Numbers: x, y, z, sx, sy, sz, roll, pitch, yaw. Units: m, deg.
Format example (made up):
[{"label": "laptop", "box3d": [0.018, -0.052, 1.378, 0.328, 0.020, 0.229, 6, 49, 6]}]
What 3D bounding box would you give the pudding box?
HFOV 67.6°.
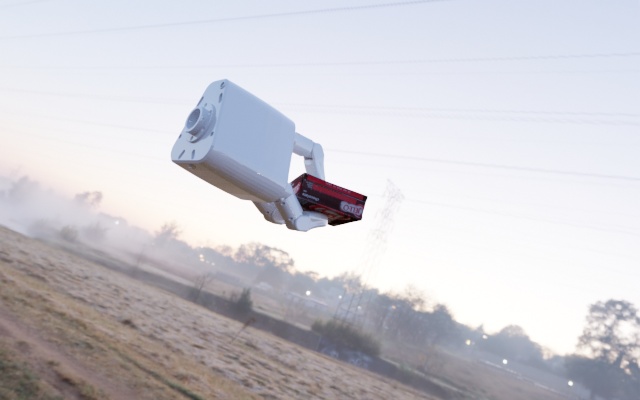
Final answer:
[{"label": "pudding box", "box3d": [0.000, 0.002, 0.637, 0.090, 0.039, 0.113, 21, -11, -13]}]
